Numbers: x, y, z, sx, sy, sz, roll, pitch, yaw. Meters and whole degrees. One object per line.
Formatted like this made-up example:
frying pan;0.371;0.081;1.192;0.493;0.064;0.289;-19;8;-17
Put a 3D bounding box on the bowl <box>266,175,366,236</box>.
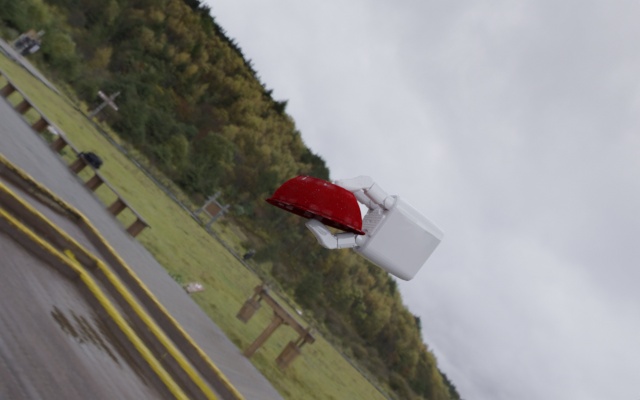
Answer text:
bowl;-0.001;0.002;0.732;0.162;0.055;0.162;19;-6;2
